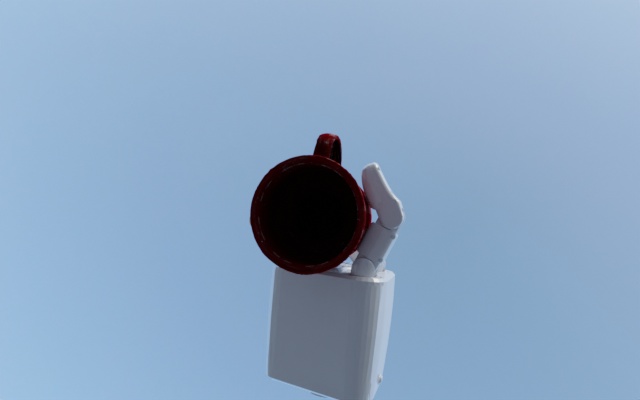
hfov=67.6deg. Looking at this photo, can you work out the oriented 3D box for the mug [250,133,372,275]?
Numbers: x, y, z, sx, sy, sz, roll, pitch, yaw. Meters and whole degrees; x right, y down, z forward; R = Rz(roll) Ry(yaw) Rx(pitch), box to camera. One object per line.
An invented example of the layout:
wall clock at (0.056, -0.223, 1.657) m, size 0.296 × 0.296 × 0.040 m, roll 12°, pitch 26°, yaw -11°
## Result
mug at (0.000, 0.000, 0.407) m, size 0.093 × 0.117 × 0.081 m, roll 7°, pitch -2°, yaw 15°
